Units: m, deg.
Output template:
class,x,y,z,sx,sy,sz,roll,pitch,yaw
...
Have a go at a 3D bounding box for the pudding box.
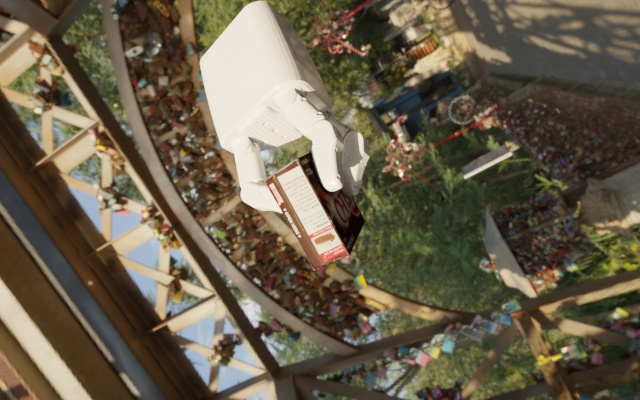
class,x,y,z,sx,sy,sz,roll,pitch,yaw
pudding box,0.000,0.001,0.435,0.039,0.090,0.113,-28,6,19
